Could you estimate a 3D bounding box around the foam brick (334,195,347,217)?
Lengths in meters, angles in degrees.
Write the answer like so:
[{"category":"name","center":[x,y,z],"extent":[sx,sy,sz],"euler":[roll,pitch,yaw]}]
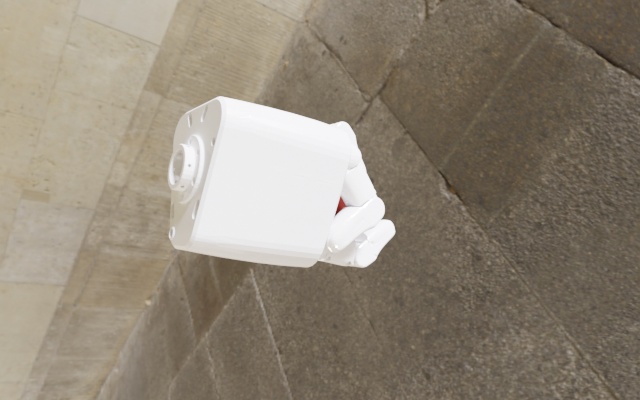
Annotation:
[{"category":"foam brick","center":[0.000,0.002,0.446],"extent":[0.051,0.053,0.078],"euler":[10,-8,-36]}]
